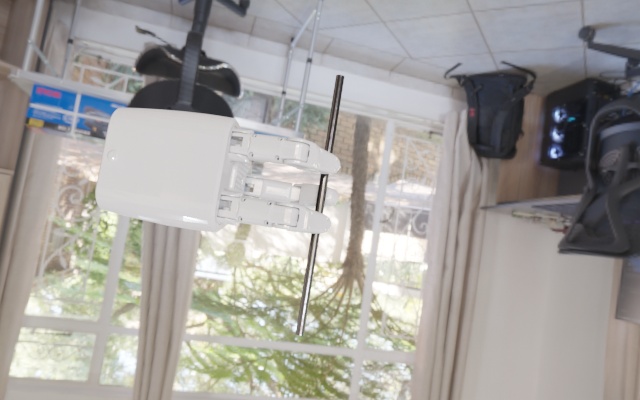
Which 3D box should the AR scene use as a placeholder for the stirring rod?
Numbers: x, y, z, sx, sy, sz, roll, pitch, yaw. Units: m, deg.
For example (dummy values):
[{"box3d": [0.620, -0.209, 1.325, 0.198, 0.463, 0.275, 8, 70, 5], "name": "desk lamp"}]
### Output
[{"box3d": [0.000, 0.001, 0.437, 0.011, 0.239, 0.011, 9, -6, 1], "name": "stirring rod"}]
